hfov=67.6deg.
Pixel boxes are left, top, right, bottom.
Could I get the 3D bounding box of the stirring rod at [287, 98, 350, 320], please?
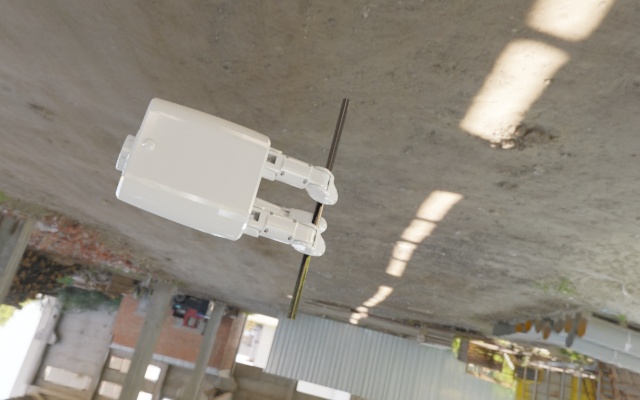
[{"bbox_3d":[0.000,0.002,0.491,0.011,0.239,0.011,13,-16,4],"label":"stirring rod"}]
